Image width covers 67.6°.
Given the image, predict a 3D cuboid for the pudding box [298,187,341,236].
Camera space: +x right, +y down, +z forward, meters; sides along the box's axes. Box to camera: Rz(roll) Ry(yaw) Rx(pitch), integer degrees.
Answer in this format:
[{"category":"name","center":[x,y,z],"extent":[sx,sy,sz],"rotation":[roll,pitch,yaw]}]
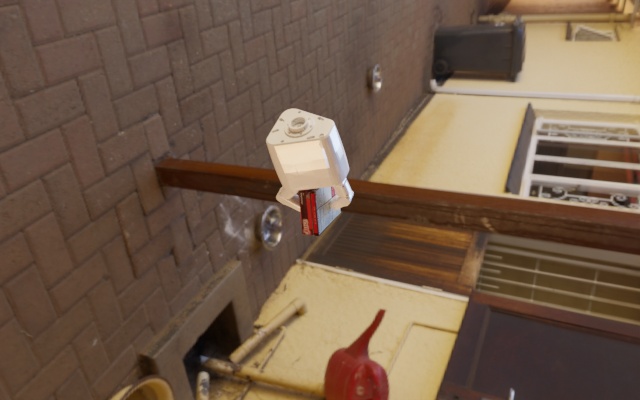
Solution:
[{"category":"pudding box","center":[0.000,0.003,0.887],"extent":[0.039,0.090,0.113],"rotation":[7,24,25]}]
